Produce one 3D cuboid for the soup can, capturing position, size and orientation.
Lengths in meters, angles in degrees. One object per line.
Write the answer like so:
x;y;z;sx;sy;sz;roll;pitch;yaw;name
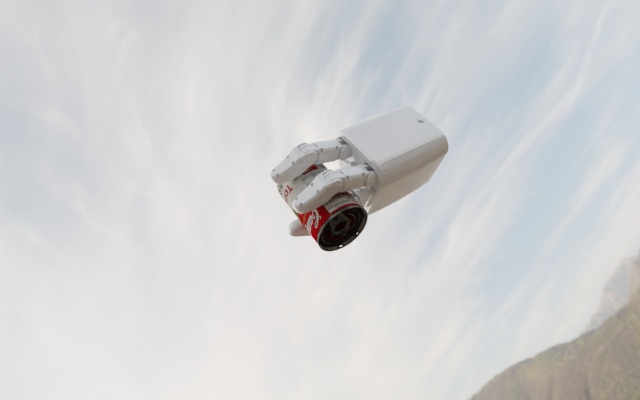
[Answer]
0.000;0.002;0.571;0.068;0.068;0.102;0;39;-42;soup can
